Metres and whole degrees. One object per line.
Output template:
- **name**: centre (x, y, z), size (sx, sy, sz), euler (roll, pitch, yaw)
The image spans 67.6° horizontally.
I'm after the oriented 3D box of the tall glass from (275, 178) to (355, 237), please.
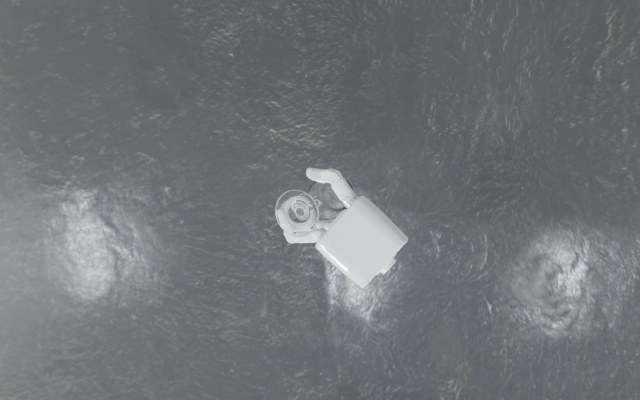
- **tall glass**: centre (0.000, 0.003, 0.827), size (0.079, 0.079, 0.201), euler (0, 10, 22)
